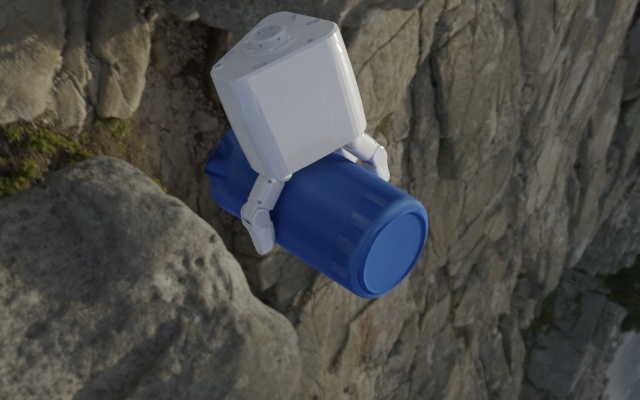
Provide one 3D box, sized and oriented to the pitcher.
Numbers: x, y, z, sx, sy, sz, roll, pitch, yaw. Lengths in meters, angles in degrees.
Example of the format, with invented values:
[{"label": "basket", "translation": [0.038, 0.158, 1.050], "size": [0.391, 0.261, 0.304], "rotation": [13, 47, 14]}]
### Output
[{"label": "pitcher", "translation": [0.000, 0.002, 0.532], "size": [0.149, 0.145, 0.242], "rotation": [-40, 46, -21]}]
